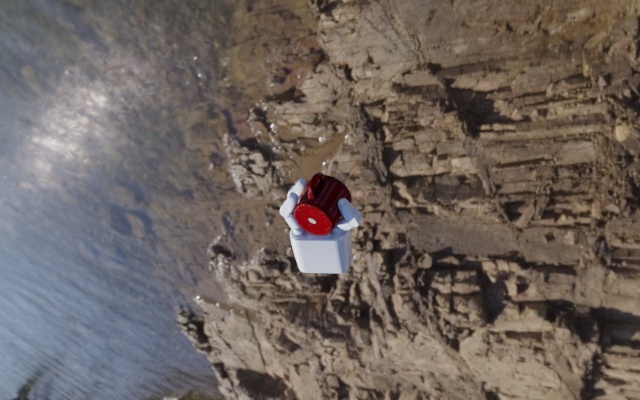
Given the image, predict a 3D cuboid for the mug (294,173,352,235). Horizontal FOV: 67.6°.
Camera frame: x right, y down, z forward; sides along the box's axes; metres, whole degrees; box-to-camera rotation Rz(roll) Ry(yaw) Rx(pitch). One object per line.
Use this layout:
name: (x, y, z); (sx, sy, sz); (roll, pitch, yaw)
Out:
mug: (0.000, 0.002, 0.898); (0.093, 0.117, 0.081); (11, 45, 23)
